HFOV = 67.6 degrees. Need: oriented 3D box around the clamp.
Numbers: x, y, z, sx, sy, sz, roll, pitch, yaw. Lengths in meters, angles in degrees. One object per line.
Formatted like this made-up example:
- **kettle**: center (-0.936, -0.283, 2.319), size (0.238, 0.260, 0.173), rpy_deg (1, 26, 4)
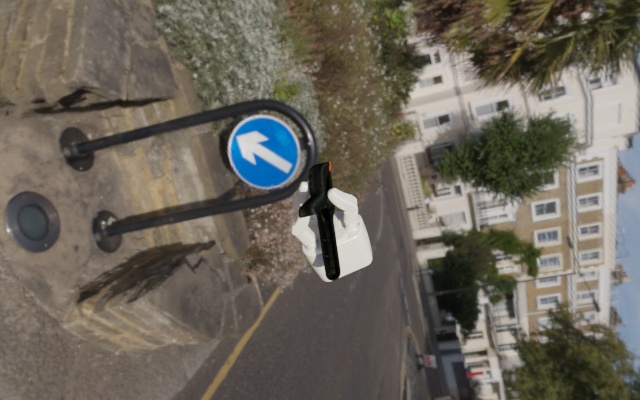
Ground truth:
- **clamp**: center (0.001, 0.002, 0.781), size (0.036, 0.209, 0.165), rpy_deg (-10, -40, 11)
